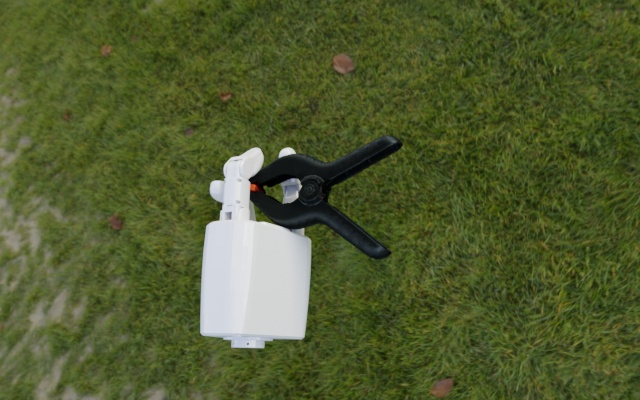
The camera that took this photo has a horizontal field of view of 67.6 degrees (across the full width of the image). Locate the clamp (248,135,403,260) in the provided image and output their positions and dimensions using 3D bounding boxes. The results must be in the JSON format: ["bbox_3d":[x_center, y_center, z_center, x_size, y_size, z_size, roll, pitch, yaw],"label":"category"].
[{"bbox_3d":[0.000,0.001,0.482,0.171,0.120,0.039,-6,-19,22],"label":"clamp"}]
